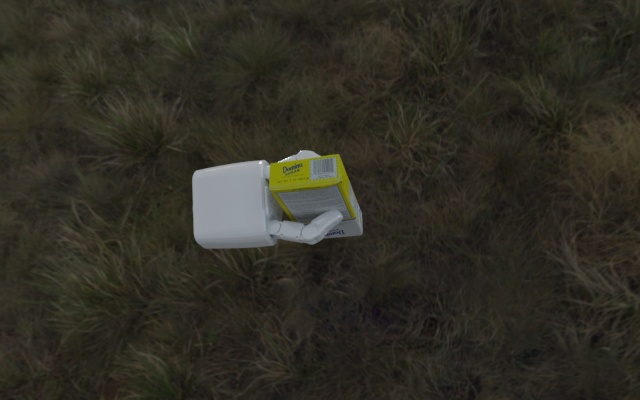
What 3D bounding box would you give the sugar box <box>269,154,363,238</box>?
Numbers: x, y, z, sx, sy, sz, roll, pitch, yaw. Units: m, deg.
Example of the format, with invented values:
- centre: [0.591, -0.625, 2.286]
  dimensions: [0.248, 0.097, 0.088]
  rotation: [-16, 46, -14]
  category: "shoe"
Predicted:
- centre: [0.000, 0.002, 0.662]
  dimensions: [0.093, 0.048, 0.176]
  rotation: [-6, -24, 11]
  category: "sugar box"
